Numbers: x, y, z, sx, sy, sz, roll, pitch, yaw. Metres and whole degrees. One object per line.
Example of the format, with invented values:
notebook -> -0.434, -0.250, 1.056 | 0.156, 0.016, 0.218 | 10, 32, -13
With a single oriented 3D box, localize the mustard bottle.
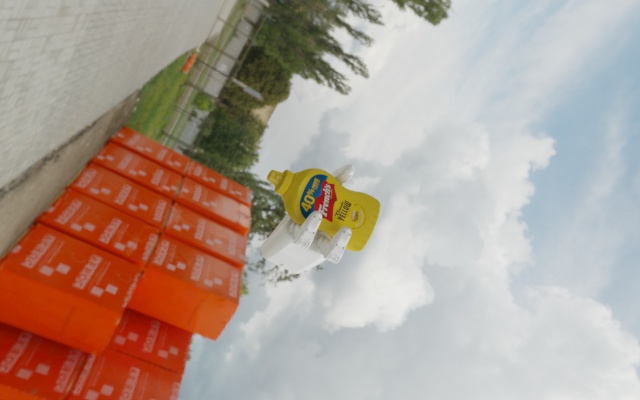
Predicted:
mustard bottle -> 0.000, 0.003, 0.773 | 0.192, 0.096, 0.058 | 28, -13, -18
